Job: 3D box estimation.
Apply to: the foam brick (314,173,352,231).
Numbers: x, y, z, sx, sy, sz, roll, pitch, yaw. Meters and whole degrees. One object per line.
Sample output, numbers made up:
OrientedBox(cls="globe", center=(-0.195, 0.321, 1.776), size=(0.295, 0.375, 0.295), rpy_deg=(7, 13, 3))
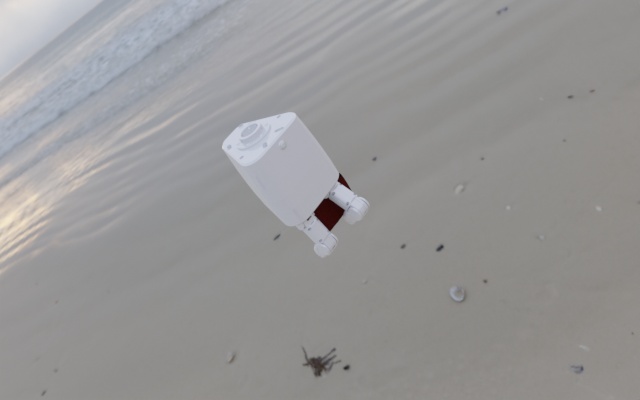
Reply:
OrientedBox(cls="foam brick", center=(0.000, 0.002, 0.657), size=(0.053, 0.078, 0.051), rpy_deg=(15, -32, 45))
